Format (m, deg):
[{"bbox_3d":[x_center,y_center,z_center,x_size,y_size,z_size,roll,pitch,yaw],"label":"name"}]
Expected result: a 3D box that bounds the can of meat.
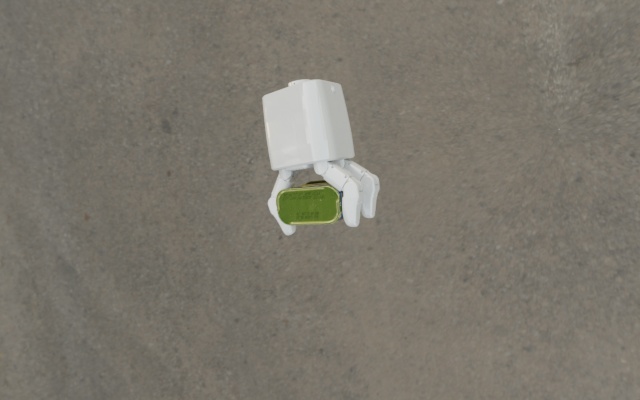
[{"bbox_3d":[0.000,0.002,0.669,0.102,0.057,0.084,-4,5,27],"label":"can of meat"}]
